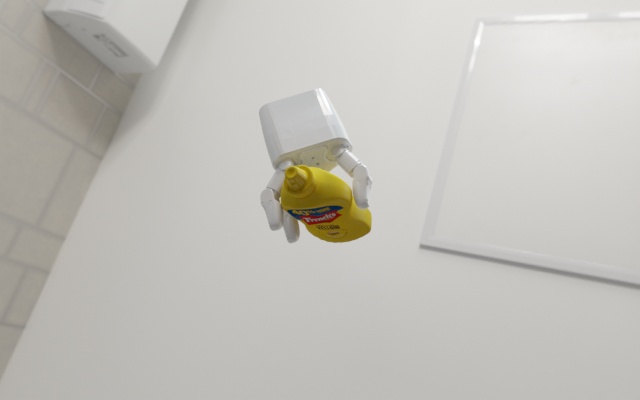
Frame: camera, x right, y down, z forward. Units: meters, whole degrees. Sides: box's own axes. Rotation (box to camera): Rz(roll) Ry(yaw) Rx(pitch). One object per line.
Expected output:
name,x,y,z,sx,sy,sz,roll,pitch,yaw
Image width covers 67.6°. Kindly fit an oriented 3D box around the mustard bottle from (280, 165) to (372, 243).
mustard bottle,0.000,0.003,0.653,0.096,0.058,0.192,-4,-24,22
